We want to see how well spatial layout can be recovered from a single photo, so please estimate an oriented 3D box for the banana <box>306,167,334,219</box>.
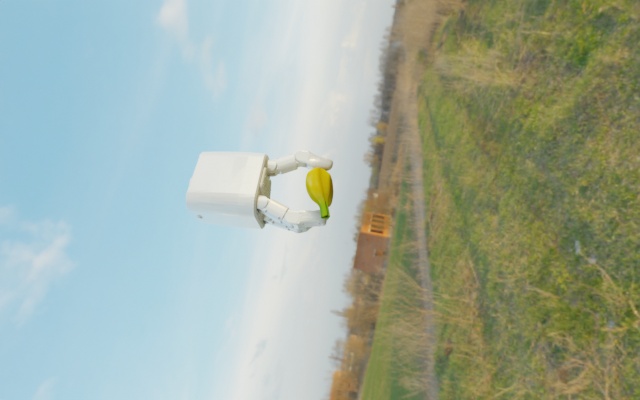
[{"bbox_3d":[-0.001,-0.016,0.726,0.037,0.069,0.198,-2,4,4],"label":"banana"}]
